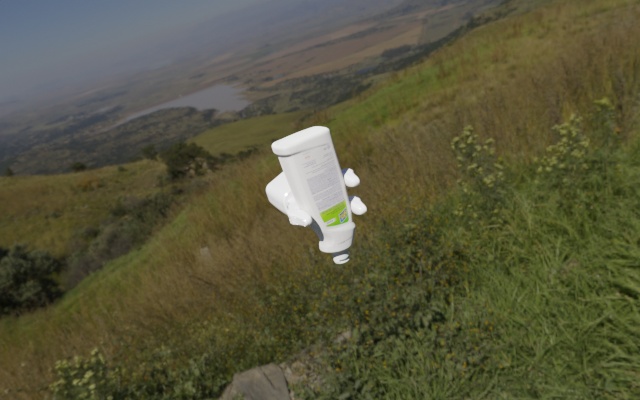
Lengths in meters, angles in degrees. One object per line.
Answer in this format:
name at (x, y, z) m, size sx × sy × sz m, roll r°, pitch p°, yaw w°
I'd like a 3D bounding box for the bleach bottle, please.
bleach bottle at (0.000, 0.003, 0.846) m, size 0.102 × 0.251 × 0.068 m, roll -25°, pitch 23°, yaw -21°
